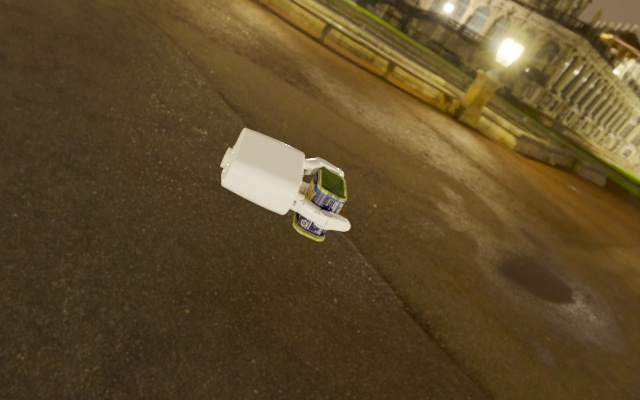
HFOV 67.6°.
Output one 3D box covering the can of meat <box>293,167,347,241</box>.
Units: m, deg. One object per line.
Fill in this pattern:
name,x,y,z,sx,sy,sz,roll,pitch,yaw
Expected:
can of meat,0.000,0.002,0.783,0.057,0.084,0.102,26,24,-12
